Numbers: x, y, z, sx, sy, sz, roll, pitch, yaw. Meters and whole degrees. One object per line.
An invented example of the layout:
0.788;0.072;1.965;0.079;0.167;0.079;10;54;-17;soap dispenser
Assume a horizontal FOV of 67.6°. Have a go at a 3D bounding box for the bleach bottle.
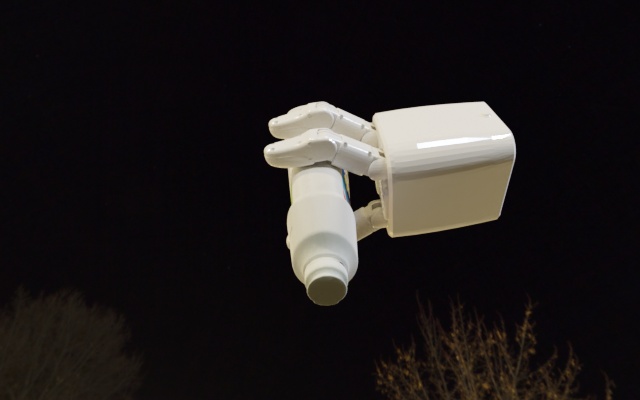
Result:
0.000;0.001;0.440;0.068;0.103;0.250;-7;33;2;bleach bottle
